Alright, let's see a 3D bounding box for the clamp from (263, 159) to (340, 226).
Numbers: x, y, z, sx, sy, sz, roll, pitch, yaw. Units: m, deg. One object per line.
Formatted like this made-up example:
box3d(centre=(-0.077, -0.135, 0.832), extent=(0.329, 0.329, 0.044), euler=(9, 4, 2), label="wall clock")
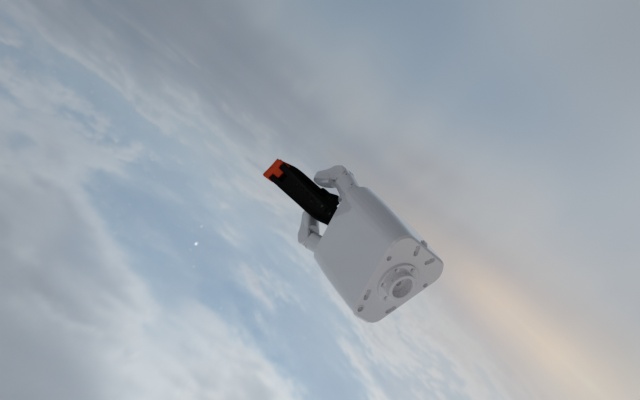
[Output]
box3d(centre=(-0.001, 0.003, 0.640), extent=(0.210, 0.036, 0.164), euler=(38, 9, -37), label="clamp")
